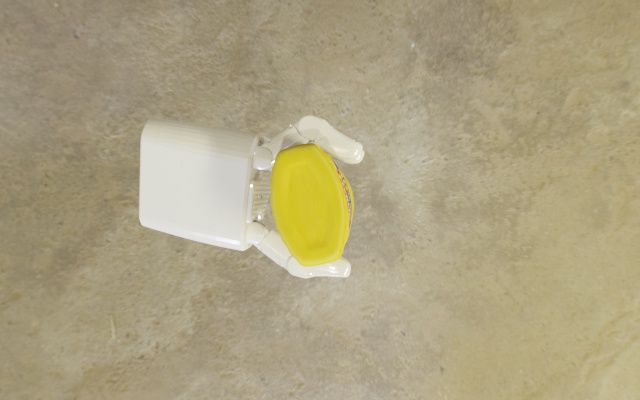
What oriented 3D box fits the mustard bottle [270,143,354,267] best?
[{"bbox_3d":[0.000,0.001,0.458,0.058,0.096,0.191,-14,0,6],"label":"mustard bottle"}]
